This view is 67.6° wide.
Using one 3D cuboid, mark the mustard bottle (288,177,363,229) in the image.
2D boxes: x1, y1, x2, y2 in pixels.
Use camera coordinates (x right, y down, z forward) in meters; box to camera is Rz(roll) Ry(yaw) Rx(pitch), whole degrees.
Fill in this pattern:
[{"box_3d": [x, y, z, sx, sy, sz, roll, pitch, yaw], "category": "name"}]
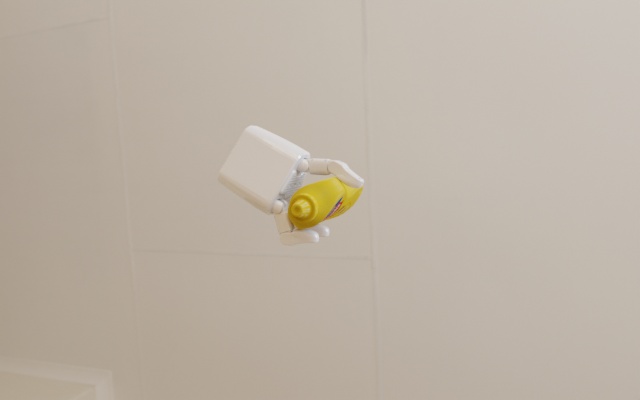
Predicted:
[{"box_3d": [0.000, 0.003, 0.740, 0.096, 0.058, 0.191, -39, -8, 20], "category": "mustard bottle"}]
